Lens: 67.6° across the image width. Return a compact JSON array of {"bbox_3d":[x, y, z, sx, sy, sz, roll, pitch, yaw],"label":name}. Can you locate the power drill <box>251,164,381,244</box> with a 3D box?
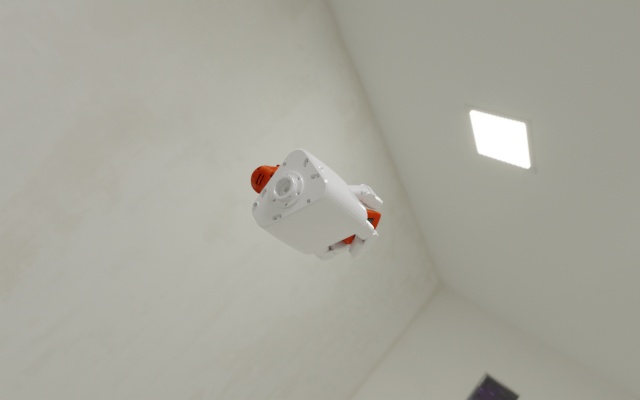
[{"bbox_3d":[0.000,0.003,0.773,0.187,0.057,0.184,28,11,23],"label":"power drill"}]
